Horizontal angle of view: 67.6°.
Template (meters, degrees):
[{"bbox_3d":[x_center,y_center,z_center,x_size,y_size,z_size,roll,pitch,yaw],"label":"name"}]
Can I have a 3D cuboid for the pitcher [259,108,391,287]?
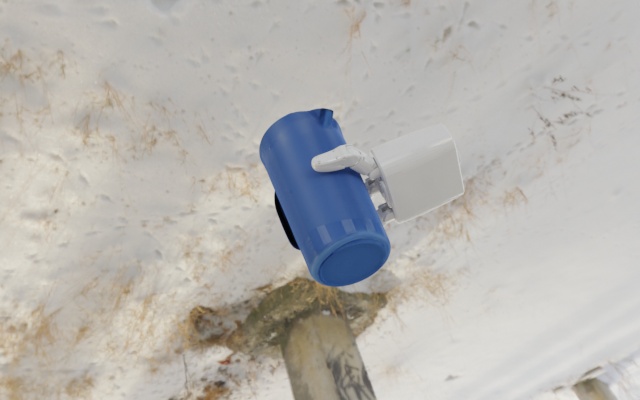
[{"bbox_3d":[0.000,0.002,0.674,0.145,0.242,0.149,-23,-40,1],"label":"pitcher"}]
